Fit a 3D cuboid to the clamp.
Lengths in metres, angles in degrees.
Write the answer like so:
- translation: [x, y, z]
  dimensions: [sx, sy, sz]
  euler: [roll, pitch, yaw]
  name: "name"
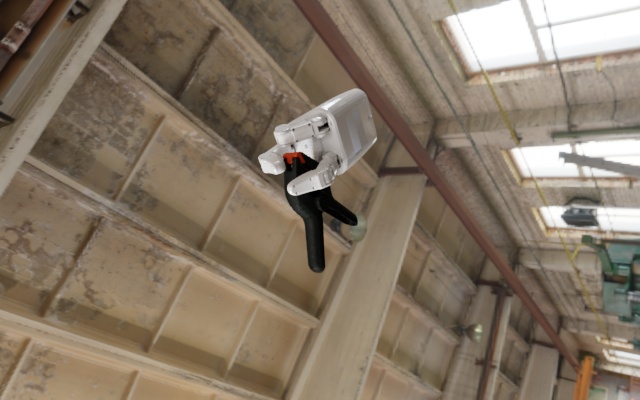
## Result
- translation: [-0.001, 0.002, 0.676]
  dimensions: [0.039, 0.171, 0.120]
  euler: [-2, 26, 33]
  name: "clamp"
